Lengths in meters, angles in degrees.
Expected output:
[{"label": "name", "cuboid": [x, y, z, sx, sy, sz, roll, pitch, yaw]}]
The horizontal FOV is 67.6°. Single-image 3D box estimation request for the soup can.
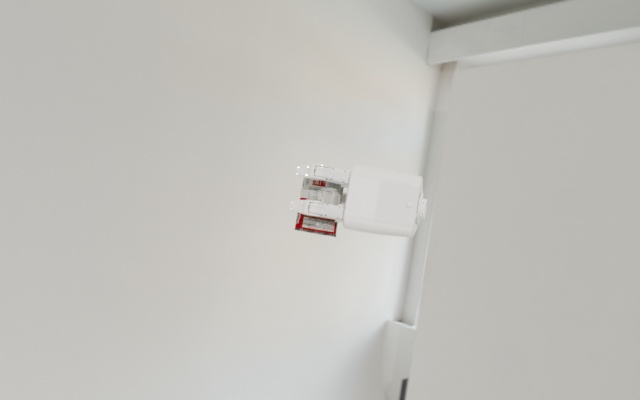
[{"label": "soup can", "cuboid": [0.000, 0.002, 0.759, 0.068, 0.102, 0.068, 10, -3, 0]}]
